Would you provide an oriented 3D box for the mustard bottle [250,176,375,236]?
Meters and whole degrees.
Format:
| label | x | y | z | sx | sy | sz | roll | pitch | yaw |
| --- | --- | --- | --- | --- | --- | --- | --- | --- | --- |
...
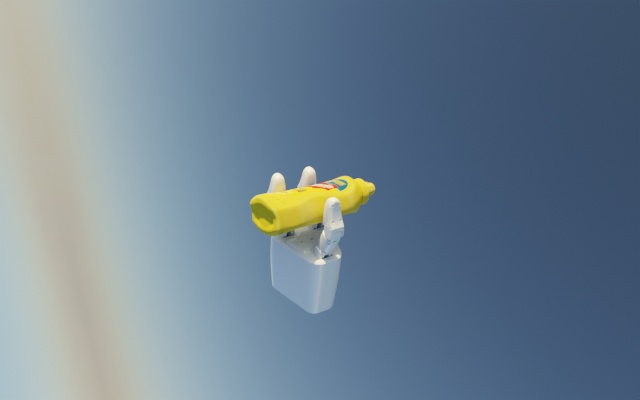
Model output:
| label | x | y | z | sx | sy | sz | roll | pitch | yaw |
| --- | --- | --- | --- | --- | --- | --- | --- | --- | --- |
| mustard bottle | 0.000 | 0.002 | 0.710 | 0.191 | 0.058 | 0.096 | -14 | 11 | -28 |
